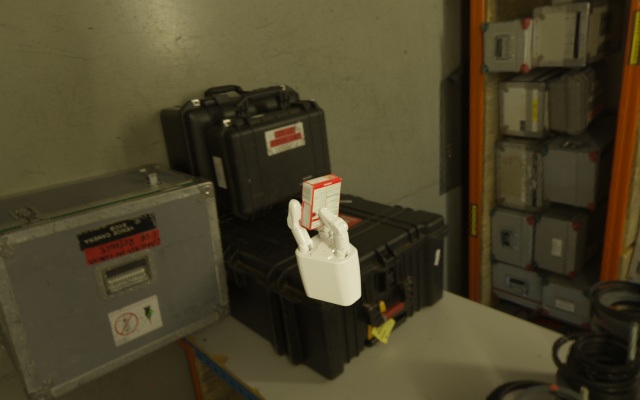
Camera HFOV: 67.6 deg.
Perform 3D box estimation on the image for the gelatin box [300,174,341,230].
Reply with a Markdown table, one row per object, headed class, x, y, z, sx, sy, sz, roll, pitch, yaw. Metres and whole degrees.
| class | x | y | z | sx | sy | sz | roll | pitch | yaw |
| --- | --- | --- | --- | --- | --- | --- | --- | --- | --- |
| gelatin box | 0.000 | 0.003 | 0.870 | 0.073 | 0.089 | 0.030 | -18 | 31 | -42 |
